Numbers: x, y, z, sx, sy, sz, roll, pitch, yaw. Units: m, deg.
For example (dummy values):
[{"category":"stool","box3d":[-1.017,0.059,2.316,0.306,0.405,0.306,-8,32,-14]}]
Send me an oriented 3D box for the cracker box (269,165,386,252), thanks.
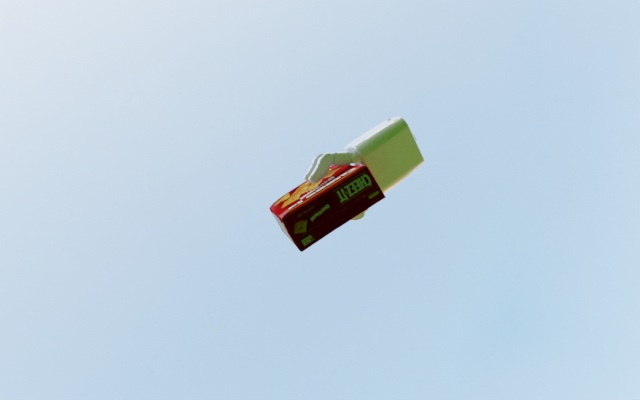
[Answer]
[{"category":"cracker box","box3d":[0.000,0.003,0.848,0.164,0.072,0.213,-33,9,-7]}]
